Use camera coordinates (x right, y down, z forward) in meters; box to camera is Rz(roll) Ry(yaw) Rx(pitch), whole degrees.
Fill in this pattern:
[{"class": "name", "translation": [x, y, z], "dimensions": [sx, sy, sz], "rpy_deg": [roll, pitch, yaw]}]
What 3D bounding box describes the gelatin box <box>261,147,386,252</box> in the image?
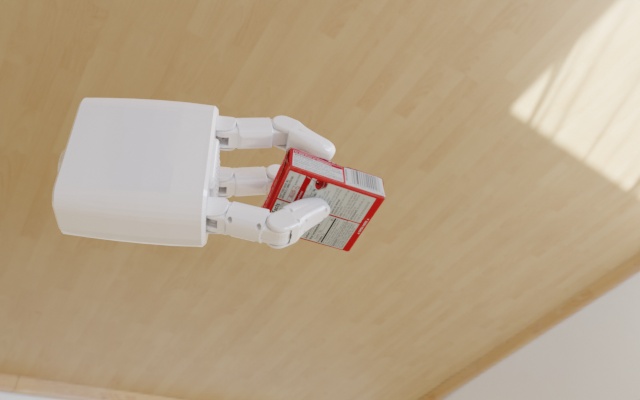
[{"class": "gelatin box", "translation": [0.000, 0.002, 0.412], "dimensions": [0.089, 0.073, 0.030], "rpy_deg": [17, 39, -14]}]
